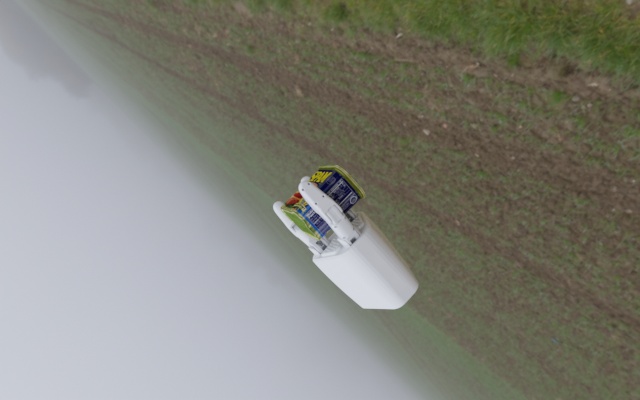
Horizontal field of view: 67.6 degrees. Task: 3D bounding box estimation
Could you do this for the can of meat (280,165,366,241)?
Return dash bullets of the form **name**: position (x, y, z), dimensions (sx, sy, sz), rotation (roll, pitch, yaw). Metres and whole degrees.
- **can of meat**: position (0.000, 0.002, 0.634), dimensions (0.084, 0.057, 0.102), rotation (-45, 15, -9)
